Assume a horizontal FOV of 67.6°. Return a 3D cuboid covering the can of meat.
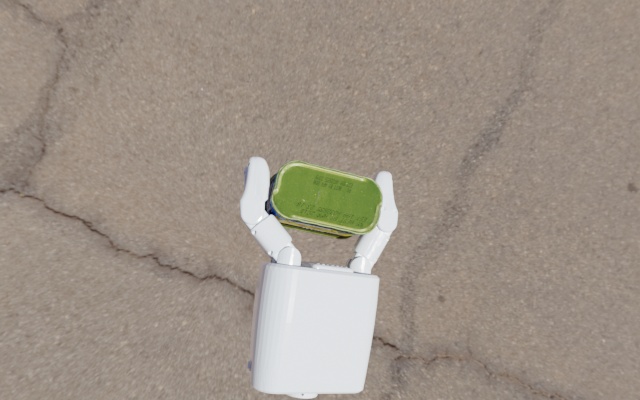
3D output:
[{"bbox_3d":[0.000,0.001,0.448,0.102,0.057,0.084,12,-7,-8],"label":"can of meat"}]
